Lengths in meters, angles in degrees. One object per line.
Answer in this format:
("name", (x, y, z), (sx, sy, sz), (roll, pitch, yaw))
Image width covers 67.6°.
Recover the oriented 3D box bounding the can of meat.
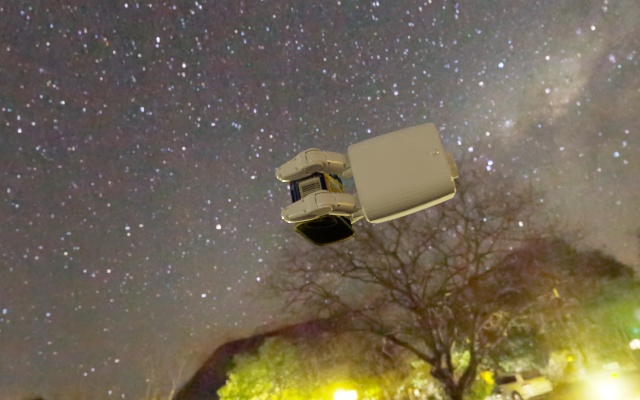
("can of meat", (0.000, 0.002, 0.604), (0.057, 0.084, 0.102), (-18, -24, 15))
